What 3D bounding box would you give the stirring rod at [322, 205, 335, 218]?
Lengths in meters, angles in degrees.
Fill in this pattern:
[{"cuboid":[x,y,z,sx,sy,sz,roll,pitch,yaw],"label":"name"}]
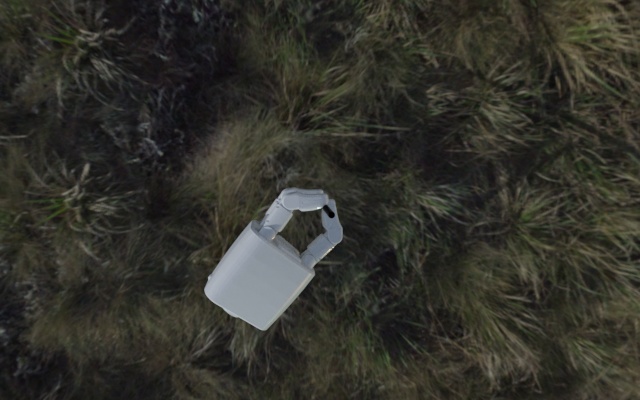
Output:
[{"cuboid":[0.000,0.002,0.674,0.011,0.011,0.239,0,7,-6],"label":"stirring rod"}]
